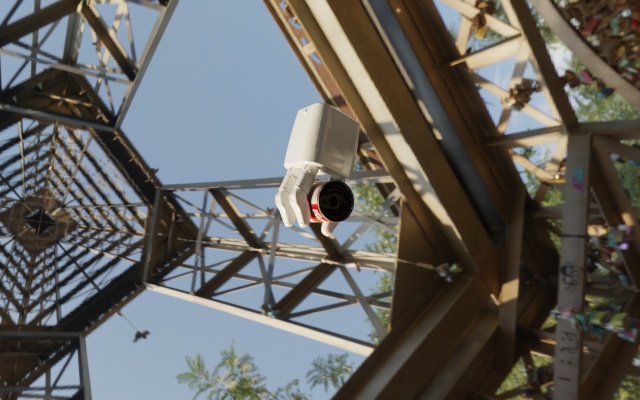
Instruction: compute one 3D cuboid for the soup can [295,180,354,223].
[{"bbox_3d":[0.000,0.003,0.799,0.068,0.068,0.102,0,-2,-30],"label":"soup can"}]
